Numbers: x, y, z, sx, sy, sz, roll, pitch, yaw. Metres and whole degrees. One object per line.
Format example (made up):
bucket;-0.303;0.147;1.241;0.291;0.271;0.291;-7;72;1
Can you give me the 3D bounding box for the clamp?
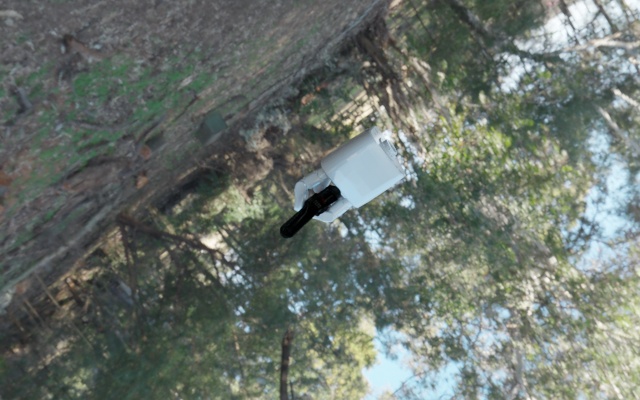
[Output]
clamp;0.000;0.003;0.819;0.120;0.039;0.171;-33;7;21
